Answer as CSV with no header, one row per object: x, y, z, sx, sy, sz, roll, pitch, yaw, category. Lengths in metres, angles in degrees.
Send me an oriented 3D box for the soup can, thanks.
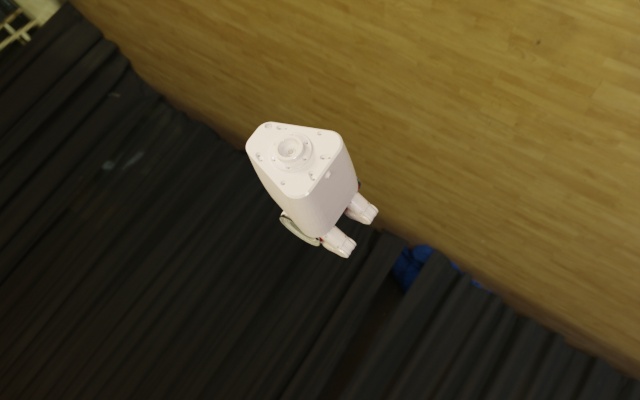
0.000,0.003,0.649,0.068,0.102,0.068,32,-16,10,soup can
